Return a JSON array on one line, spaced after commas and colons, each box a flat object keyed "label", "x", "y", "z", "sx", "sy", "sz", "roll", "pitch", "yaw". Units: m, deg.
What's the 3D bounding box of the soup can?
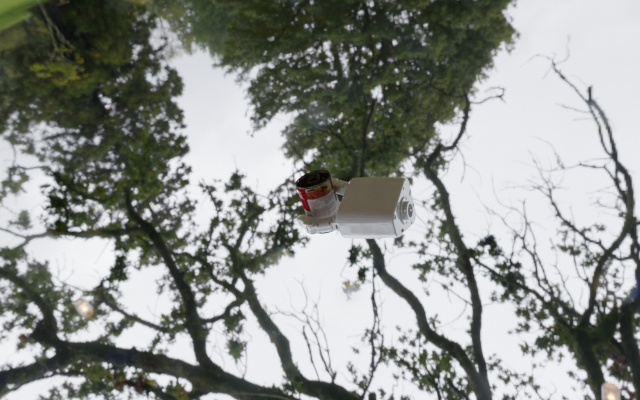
[{"label": "soup can", "x": 0.000, "y": 0.003, "z": 0.895, "sx": 0.068, "sy": 0.102, "sz": 0.068, "roll": -14, "pitch": 27, "yaw": 7}]
